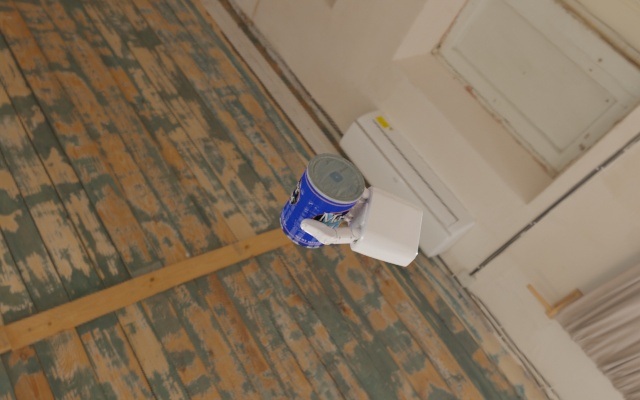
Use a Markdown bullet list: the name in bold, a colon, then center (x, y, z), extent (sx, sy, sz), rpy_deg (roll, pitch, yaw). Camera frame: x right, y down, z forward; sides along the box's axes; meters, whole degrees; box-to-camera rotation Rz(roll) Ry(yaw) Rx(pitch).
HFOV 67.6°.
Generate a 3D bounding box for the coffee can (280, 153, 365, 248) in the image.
- **coffee can**: center (0.000, 0.003, 0.828), extent (0.103, 0.102, 0.140), rpy_deg (0, -37, -29)
